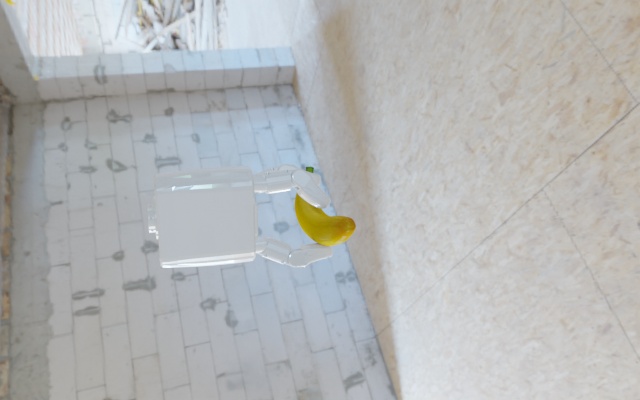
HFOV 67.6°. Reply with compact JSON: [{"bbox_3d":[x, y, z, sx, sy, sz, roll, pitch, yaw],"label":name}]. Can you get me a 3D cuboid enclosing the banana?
[{"bbox_3d":[-0.003,0.018,0.619,0.037,0.070,0.197,-1,23,-18],"label":"banana"}]
